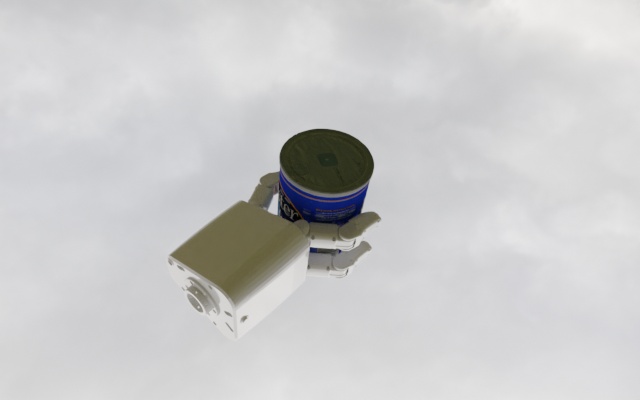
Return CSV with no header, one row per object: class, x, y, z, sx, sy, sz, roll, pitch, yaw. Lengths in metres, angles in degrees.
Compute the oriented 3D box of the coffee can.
coffee can,0.000,0.002,0.562,0.103,0.102,0.140,0,-42,-8
